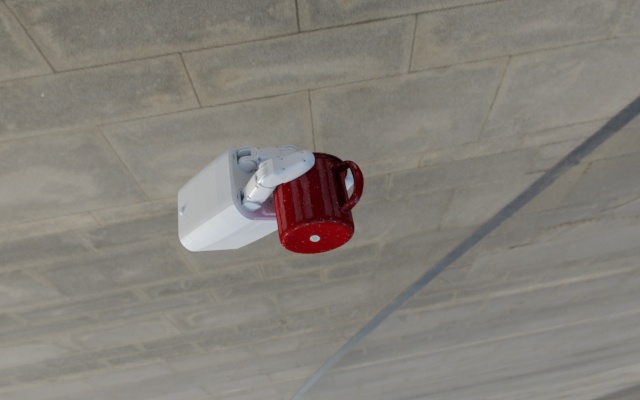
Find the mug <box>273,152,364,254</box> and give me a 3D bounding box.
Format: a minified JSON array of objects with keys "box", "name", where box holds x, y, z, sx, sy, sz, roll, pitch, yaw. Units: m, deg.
[{"box":[0.001,0.001,0.518,0.117,0.081,0.093,-30,-35,30],"name":"mug"}]
